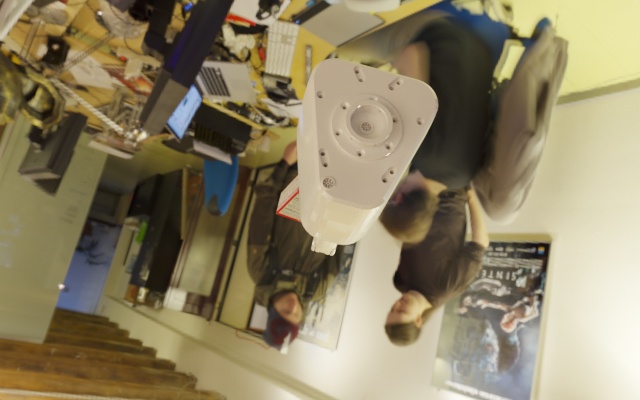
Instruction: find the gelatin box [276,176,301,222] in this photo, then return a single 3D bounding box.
[{"bbox_3d":[0.000,0.002,0.510,0.073,0.030,0.089,18,-22,-14],"label":"gelatin box"}]
